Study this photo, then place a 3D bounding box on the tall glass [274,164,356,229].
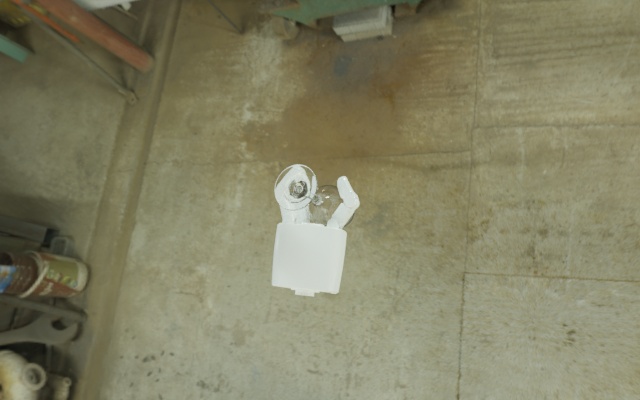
[{"bbox_3d":[0.000,0.002,0.828,0.079,0.079,0.201,0,-13,24],"label":"tall glass"}]
